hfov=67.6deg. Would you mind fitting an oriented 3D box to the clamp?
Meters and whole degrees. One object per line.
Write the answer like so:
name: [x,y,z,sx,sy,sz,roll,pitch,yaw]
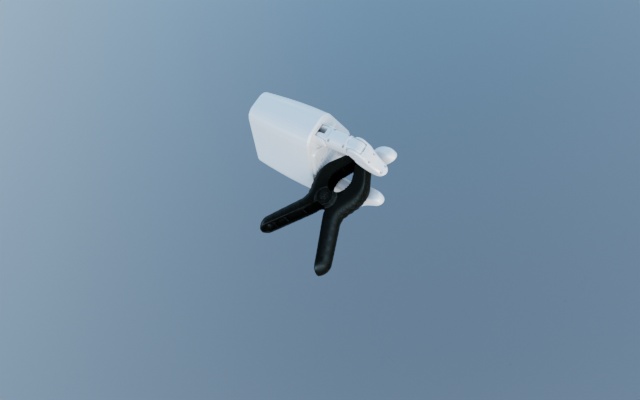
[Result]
clamp: [0.000,0.002,0.621,0.120,0.171,0.039,26,-17,26]
